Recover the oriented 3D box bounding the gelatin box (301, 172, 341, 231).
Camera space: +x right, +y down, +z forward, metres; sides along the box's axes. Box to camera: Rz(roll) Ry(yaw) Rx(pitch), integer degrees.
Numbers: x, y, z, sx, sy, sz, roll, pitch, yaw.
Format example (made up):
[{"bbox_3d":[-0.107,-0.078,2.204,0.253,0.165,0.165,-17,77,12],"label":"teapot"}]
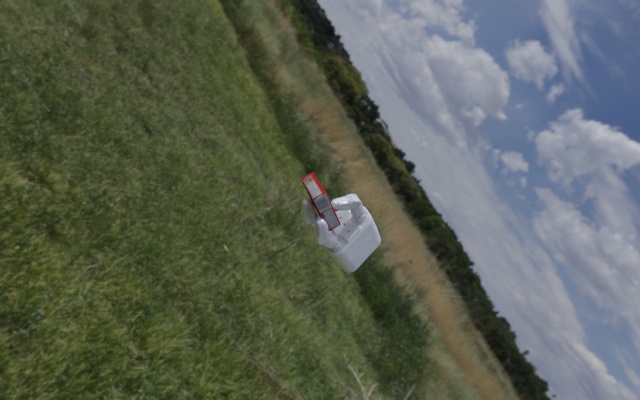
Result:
[{"bbox_3d":[0.000,0.002,0.887,0.030,0.089,0.073,-28,41,-2],"label":"gelatin box"}]
